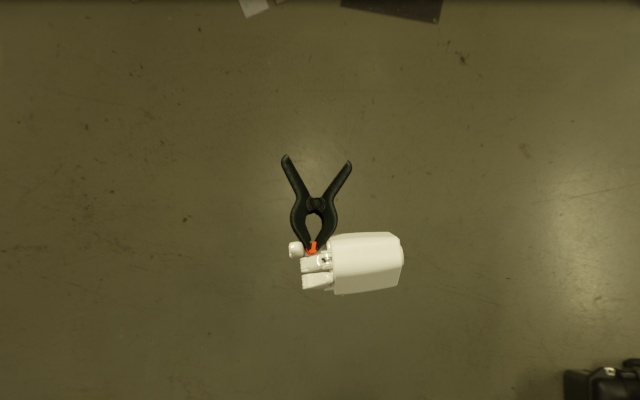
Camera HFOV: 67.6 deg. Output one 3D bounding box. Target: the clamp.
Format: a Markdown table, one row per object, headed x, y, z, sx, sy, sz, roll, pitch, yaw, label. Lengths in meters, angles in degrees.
| x | y | z | sx | sy | sz | roll | pitch | yaw | label |
| --- | --- | --- | --- | --- | --- | --- | --- | --- | --- |
| 0.000 | 0.003 | 0.791 | 0.120 | 0.171 | 0.039 | -5 | -11 | -4 | clamp |
